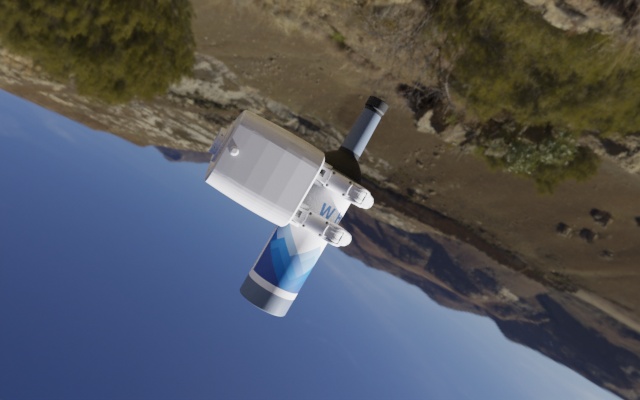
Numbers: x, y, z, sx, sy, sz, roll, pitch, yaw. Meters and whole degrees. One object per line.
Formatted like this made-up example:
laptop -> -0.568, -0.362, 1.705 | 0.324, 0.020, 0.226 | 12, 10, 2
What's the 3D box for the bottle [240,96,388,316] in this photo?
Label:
bottle -> 0.000, 0.002, 0.604 | 0.069, 0.296, 0.069 | 30, 1, -1
